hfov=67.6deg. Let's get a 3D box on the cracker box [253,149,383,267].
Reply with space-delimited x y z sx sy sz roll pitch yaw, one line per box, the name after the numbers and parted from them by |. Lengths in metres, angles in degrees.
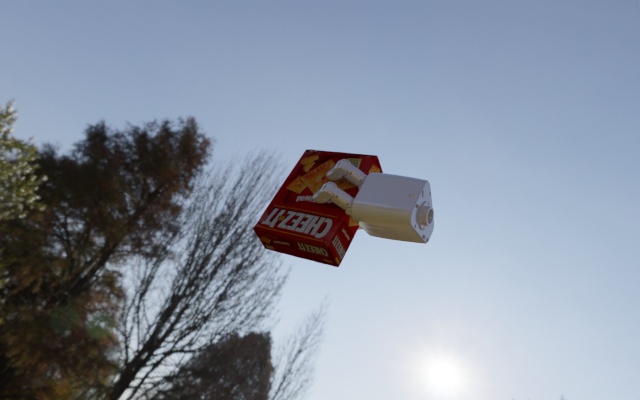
0.000 0.003 0.881 0.164 0.213 0.072 10 -37 32 | cracker box
